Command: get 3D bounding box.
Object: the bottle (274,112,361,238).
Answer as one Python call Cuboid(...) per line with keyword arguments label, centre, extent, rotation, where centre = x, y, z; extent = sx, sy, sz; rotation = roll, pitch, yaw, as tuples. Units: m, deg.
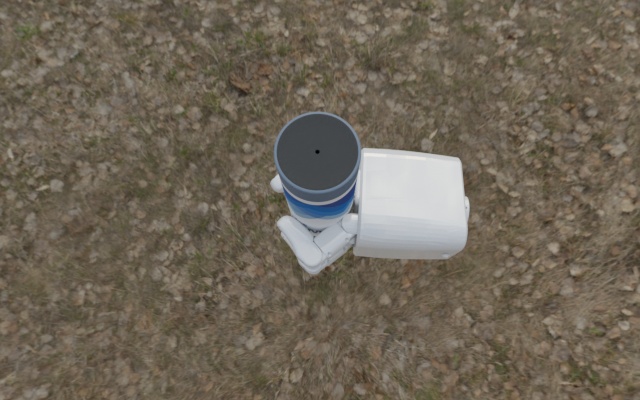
Cuboid(label="bottle", centre=(0.000, 0.002, 0.501), extent=(0.069, 0.069, 0.296), rotation=(0, -15, 1))
